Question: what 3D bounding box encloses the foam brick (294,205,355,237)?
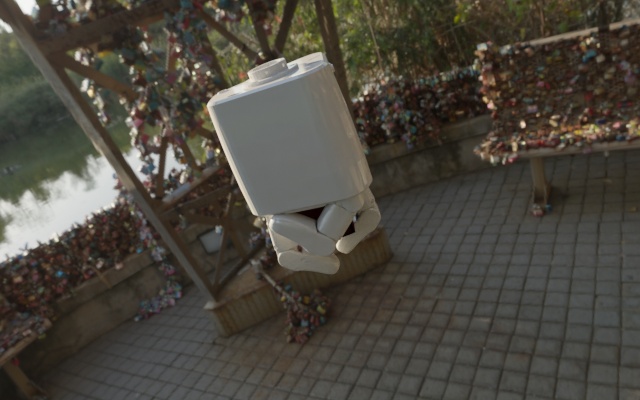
[{"bbox_3d":[0.000,0.002,0.473,0.053,0.051,0.078,-19,23,6],"label":"foam brick"}]
